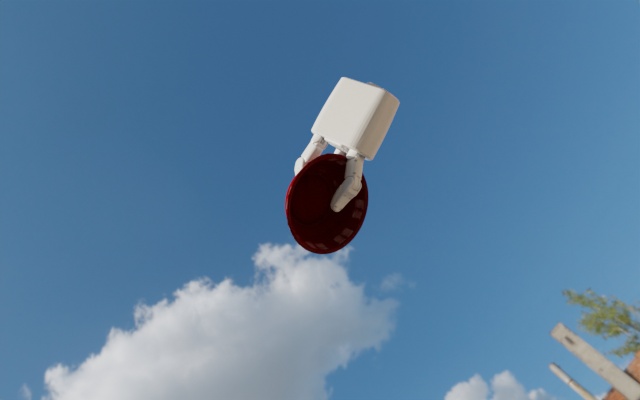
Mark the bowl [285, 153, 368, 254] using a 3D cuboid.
[{"bbox_3d":[-0.001,0.004,0.771,0.162,0.162,0.055,0,9,-37],"label":"bowl"}]
